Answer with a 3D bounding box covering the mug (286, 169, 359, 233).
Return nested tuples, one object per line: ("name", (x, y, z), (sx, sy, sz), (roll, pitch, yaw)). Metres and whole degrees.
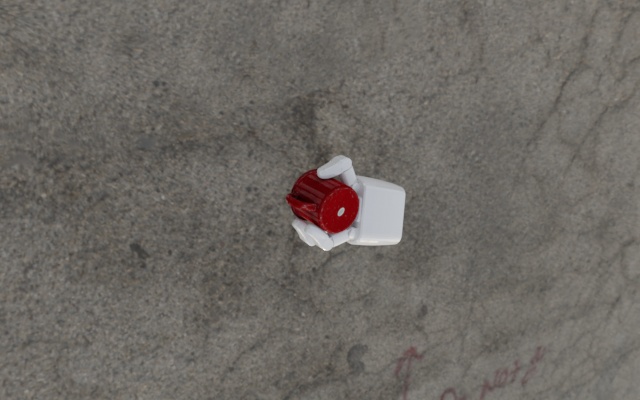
("mug", (-0.001, 0.002, 0.776), (0.117, 0.093, 0.081), (5, 16, -38))
